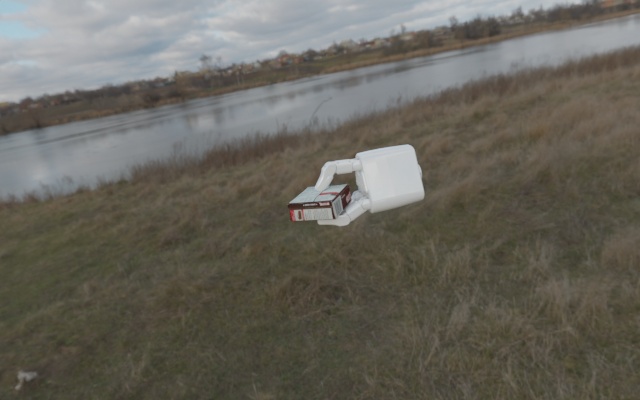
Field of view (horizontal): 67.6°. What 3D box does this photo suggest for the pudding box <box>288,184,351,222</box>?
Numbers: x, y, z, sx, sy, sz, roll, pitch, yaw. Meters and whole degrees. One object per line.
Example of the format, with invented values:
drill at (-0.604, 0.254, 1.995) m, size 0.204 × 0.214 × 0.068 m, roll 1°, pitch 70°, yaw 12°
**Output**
pudding box at (0.000, 0.003, 0.899) m, size 0.090 × 0.039 × 0.113 m, roll -5°, pitch 15°, yaw 21°
